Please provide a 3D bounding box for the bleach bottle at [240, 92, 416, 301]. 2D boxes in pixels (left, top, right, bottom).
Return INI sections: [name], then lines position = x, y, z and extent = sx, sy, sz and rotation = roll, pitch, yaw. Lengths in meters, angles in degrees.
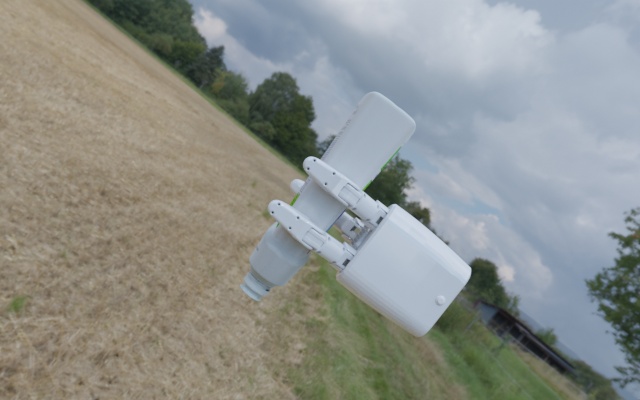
[bleach bottle]
position = 0.000, 0.002, 0.526
extent = 0.068, 0.251, 0.102
rotation = 38, 2, -1
